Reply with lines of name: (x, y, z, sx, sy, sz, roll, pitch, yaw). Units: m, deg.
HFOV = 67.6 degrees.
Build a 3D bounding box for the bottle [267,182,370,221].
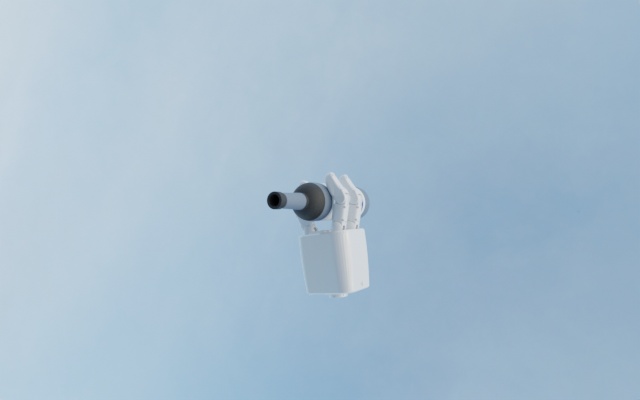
bottle: (0.000, 0.003, 0.845, 0.069, 0.069, 0.296, 0, -1, 28)
